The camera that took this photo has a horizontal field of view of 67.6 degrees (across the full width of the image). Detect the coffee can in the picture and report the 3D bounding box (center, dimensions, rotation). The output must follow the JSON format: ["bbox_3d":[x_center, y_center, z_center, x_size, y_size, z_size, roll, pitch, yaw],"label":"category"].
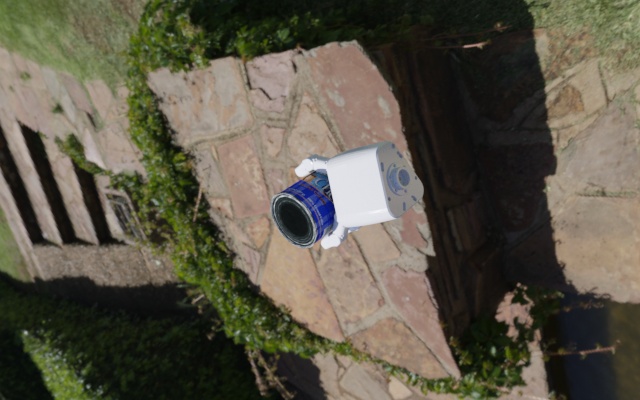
[{"bbox_3d":[0.000,0.003,0.814,0.103,0.103,0.140,0,26,47],"label":"coffee can"}]
